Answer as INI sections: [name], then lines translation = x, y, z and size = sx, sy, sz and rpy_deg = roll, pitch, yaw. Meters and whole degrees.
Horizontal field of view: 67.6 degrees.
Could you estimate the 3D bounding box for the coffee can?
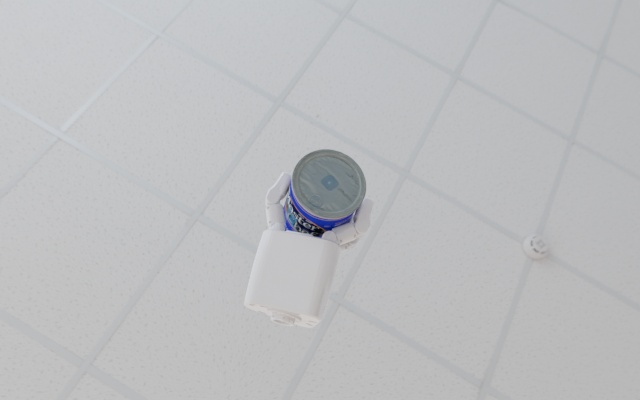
[coffee can]
translation = 0.000, 0.002, 0.705
size = 0.103, 0.102, 0.140
rpy_deg = 0, -23, -11
